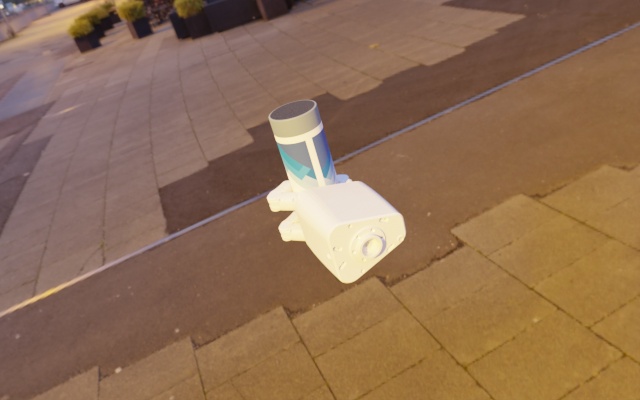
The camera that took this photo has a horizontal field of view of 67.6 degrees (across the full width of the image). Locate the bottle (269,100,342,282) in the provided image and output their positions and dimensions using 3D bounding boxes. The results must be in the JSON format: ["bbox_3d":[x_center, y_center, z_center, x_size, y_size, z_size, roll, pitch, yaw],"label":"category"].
[{"bbox_3d":[0.000,0.002,0.705,0.069,0.296,0.069,-13,30,7],"label":"bottle"}]
